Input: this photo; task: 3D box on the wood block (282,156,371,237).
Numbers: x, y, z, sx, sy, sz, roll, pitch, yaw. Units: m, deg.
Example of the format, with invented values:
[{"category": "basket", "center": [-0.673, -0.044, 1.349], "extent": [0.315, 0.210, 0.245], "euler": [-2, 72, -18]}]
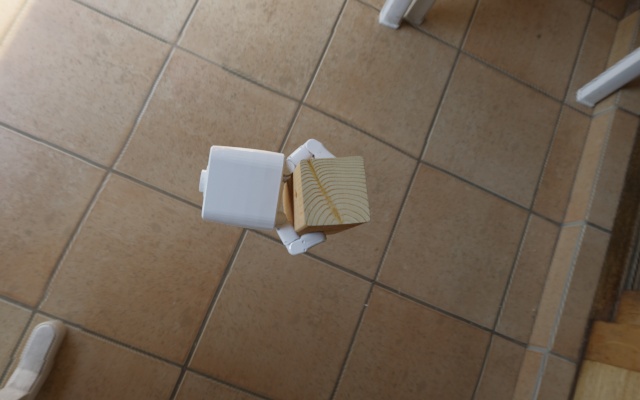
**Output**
[{"category": "wood block", "center": [0.000, 0.003, 0.724], "extent": [0.090, 0.091, 0.206], "euler": [-4, -7, -11]}]
